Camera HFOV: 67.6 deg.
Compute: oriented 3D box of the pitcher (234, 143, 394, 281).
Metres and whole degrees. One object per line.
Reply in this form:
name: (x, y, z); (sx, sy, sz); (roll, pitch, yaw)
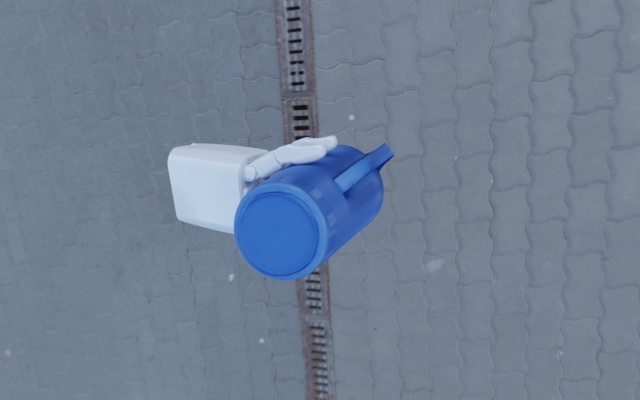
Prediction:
pitcher: (0.000, 0.002, 0.596); (0.145, 0.149, 0.242); (10, 16, 16)
